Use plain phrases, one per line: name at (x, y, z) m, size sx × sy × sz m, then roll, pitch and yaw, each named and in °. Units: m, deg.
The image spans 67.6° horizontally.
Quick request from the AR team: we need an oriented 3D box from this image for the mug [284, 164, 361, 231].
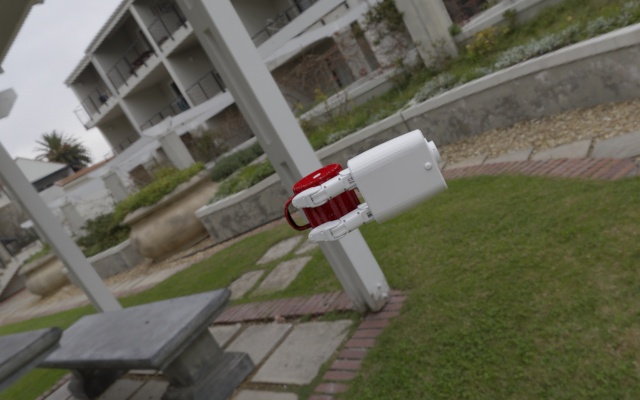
mug at (-0.001, 0.003, 0.720) m, size 0.117 × 0.081 × 0.093 m, roll -26°, pitch 13°, yaw 10°
